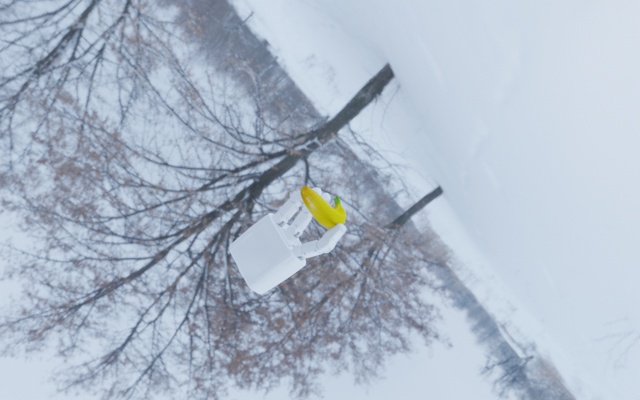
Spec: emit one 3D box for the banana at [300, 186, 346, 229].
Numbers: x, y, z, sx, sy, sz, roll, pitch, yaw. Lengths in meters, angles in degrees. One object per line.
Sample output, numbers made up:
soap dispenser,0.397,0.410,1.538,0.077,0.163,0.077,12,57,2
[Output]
banana,0.010,0.019,0.859,0.037,0.069,0.198,-34,-14,11
